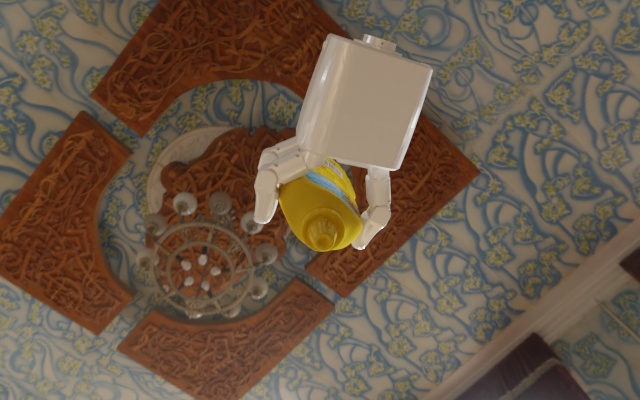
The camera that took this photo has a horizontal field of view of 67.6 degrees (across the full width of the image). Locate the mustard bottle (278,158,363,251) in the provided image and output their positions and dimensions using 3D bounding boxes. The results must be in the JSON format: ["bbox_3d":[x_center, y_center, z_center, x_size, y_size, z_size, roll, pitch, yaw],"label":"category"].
[{"bbox_3d":[0.000,0.002,0.508,0.096,0.058,0.191,39,15,-16],"label":"mustard bottle"}]
